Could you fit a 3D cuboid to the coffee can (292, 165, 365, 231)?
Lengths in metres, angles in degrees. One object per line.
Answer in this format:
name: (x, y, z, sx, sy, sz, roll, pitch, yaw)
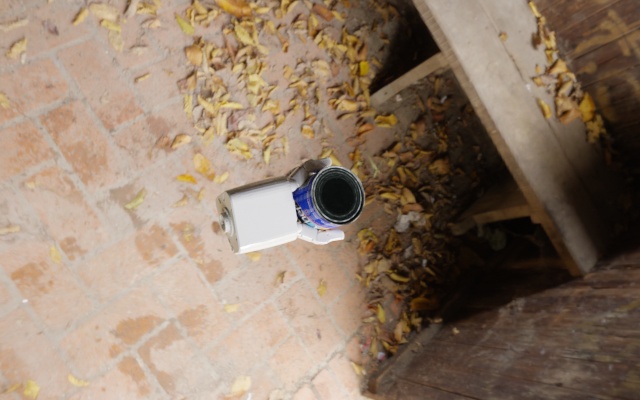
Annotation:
coffee can: (0.000, 0.003, 0.857, 0.103, 0.103, 0.140, 0, -10, -26)
